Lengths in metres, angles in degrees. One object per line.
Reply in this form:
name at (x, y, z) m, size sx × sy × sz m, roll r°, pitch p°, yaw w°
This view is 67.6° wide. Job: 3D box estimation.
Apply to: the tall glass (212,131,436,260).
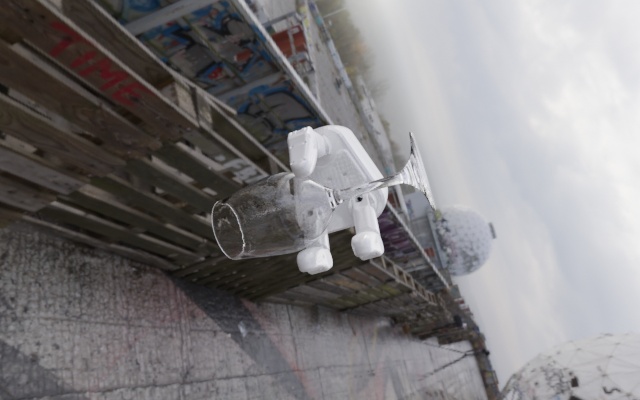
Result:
tall glass at (0.001, 0.001, 0.451) m, size 0.201 × 0.079 × 0.079 m, roll -17°, pitch -4°, yaw 14°
